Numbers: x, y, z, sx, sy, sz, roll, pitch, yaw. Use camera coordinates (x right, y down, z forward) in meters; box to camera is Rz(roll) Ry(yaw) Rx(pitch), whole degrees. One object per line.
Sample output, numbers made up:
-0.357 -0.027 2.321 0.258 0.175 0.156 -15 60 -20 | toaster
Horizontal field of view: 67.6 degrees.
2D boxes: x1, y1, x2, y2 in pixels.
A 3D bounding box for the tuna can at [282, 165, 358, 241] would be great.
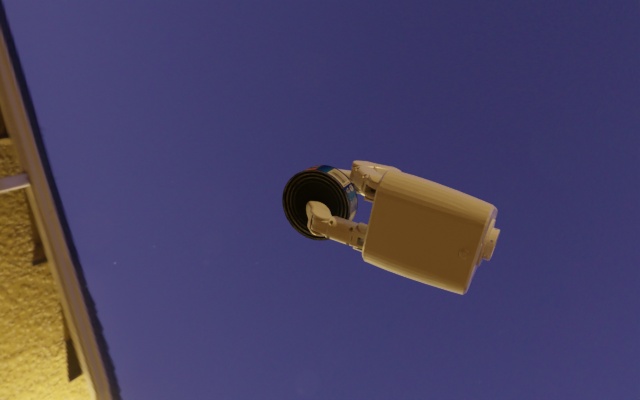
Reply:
0.000 0.002 0.565 0.086 0.086 0.033 0 17 26 | tuna can
